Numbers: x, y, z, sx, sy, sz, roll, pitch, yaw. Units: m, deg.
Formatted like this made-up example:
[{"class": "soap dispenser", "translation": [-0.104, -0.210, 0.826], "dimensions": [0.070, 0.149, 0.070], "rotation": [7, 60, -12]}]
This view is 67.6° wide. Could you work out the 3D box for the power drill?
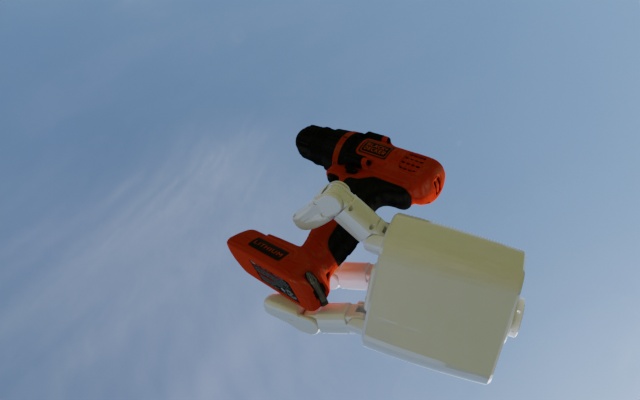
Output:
[{"class": "power drill", "translation": [0.000, 0.002, 0.469], "dimensions": [0.184, 0.187, 0.057], "rotation": [23, -29, 40]}]
